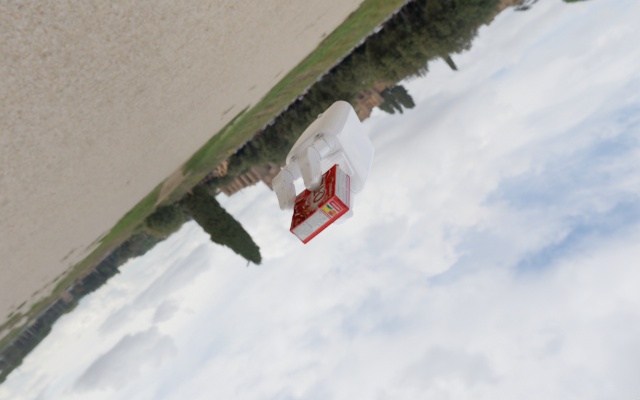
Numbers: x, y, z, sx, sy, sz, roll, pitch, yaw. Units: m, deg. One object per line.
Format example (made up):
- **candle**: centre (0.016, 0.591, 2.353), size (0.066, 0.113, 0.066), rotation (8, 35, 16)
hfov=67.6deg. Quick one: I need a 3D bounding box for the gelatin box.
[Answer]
- **gelatin box**: centre (0.000, 0.002, 0.585), size (0.073, 0.030, 0.089), rotation (-39, 21, 22)
